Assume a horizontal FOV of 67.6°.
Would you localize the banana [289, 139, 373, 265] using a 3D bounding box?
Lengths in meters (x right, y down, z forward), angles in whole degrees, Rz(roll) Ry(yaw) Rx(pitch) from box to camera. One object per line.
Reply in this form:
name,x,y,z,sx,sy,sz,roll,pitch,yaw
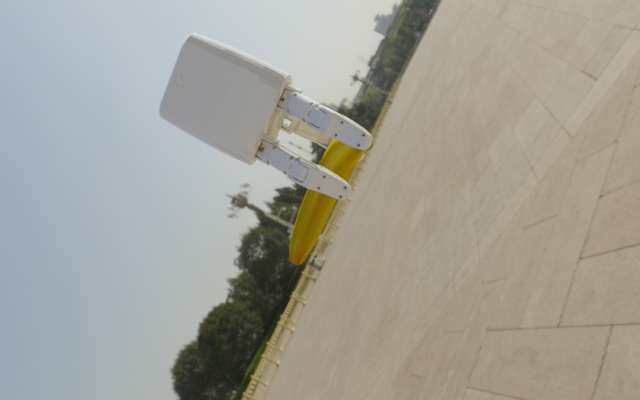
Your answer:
banana,0.006,-0.012,0.526,0.037,0.198,0.069,25,39,-3
